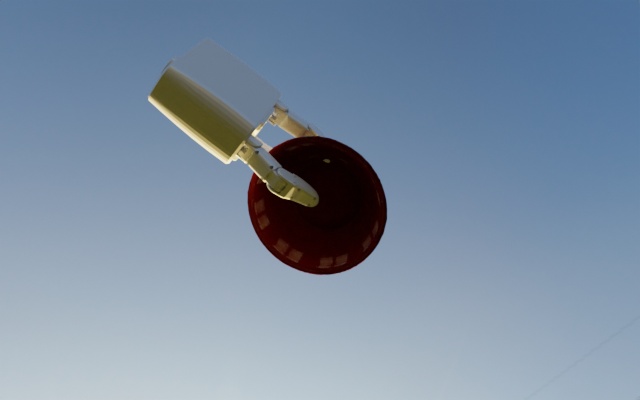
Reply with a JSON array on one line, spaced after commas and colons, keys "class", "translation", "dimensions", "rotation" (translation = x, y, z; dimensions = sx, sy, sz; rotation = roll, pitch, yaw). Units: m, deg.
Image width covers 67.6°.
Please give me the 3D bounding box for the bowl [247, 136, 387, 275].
[{"class": "bowl", "translation": [0.001, 0.003, 0.554], "dimensions": [0.162, 0.162, 0.055], "rotation": [0, 16, 16]}]
